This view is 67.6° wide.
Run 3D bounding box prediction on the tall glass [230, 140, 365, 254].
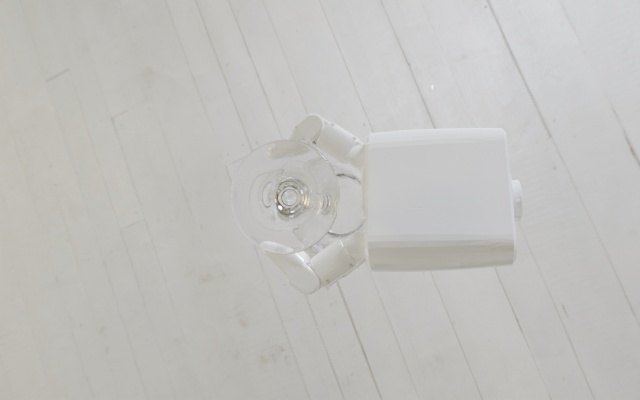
[{"bbox_3d":[0.000,0.001,0.403,0.079,0.079,0.201,0,-2,14],"label":"tall glass"}]
